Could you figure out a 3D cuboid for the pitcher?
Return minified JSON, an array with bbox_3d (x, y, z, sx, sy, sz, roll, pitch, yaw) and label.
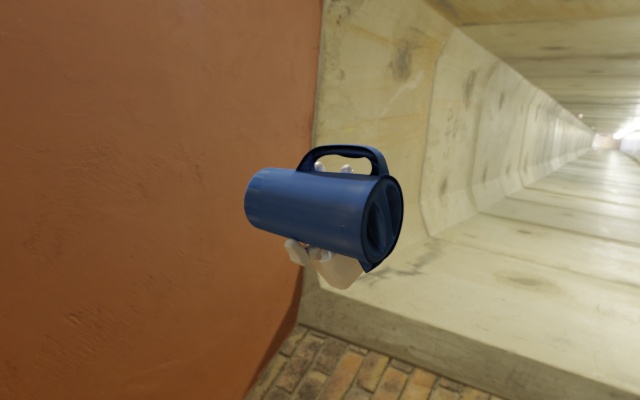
[{"bbox_3d":[0.000,0.003,0.755,0.243,0.149,0.145,10,-32,34],"label":"pitcher"}]
